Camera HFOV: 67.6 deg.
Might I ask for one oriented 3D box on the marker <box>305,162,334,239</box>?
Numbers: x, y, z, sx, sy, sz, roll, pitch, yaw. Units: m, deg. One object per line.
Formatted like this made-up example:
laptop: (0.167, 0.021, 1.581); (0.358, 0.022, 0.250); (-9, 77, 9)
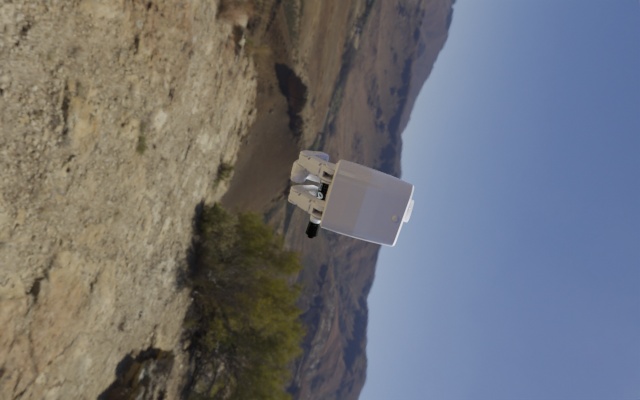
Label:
marker: (0.000, 0.002, 0.706); (0.020, 0.121, 0.020); (14, 22, -6)
